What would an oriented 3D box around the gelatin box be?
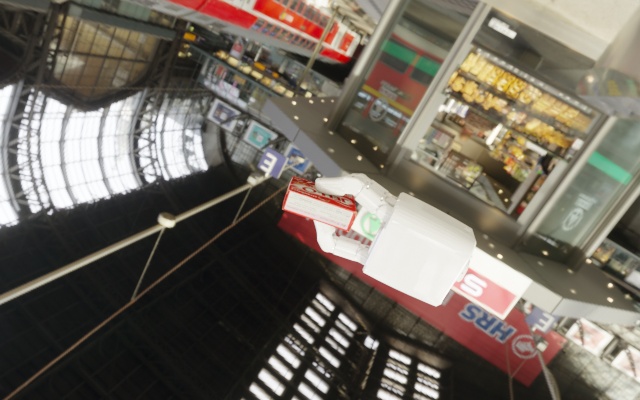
[{"bbox_3d":[0.000,0.002,0.604,0.089,0.030,0.073,18,16,-4],"label":"gelatin box"}]
